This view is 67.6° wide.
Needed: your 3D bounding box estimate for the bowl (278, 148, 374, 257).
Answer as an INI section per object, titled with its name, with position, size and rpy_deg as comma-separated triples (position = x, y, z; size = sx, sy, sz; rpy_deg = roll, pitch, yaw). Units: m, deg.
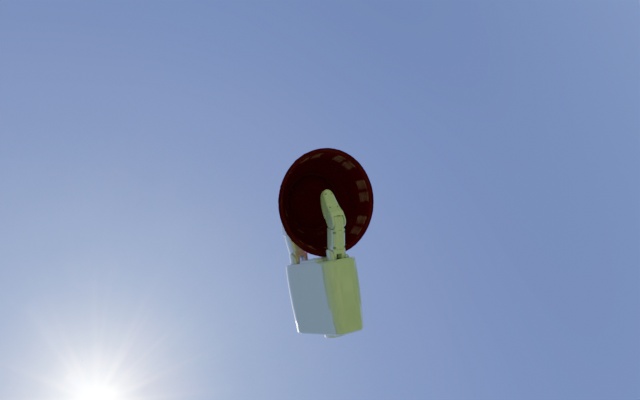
[bowl]
position = 0.000, 0.001, 0.729
size = 0.162, 0.162, 0.055
rpy_deg = 0, 1, -28
